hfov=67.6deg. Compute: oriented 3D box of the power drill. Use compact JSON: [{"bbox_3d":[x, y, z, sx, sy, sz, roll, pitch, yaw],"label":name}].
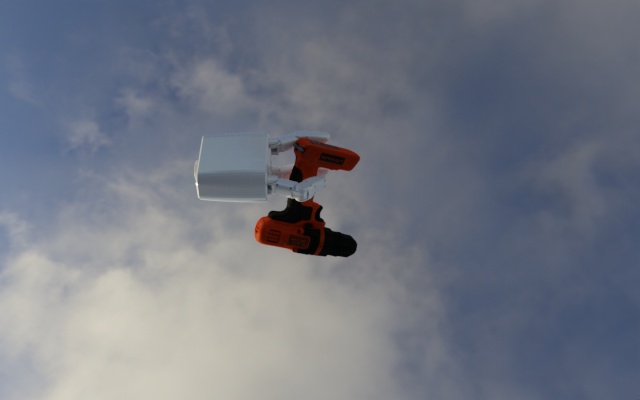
[{"bbox_3d":[0.000,0.002,0.787,0.184,0.188,0.057,12,13,-25],"label":"power drill"}]
